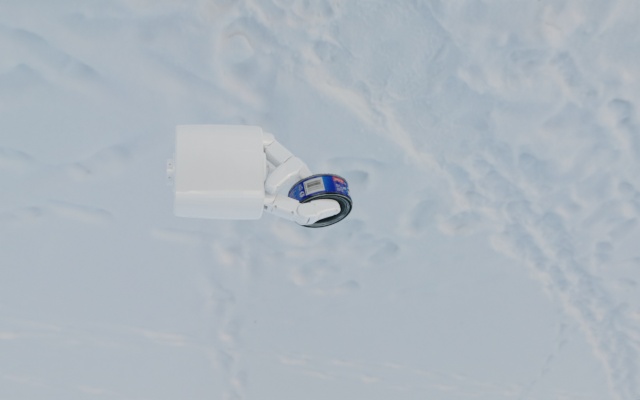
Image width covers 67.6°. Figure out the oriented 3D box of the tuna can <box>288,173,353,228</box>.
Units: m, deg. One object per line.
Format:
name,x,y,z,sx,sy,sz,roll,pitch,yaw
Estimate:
tuna can,0.000,0.003,0.650,0.086,0.033,0.086,-9,-33,-6
